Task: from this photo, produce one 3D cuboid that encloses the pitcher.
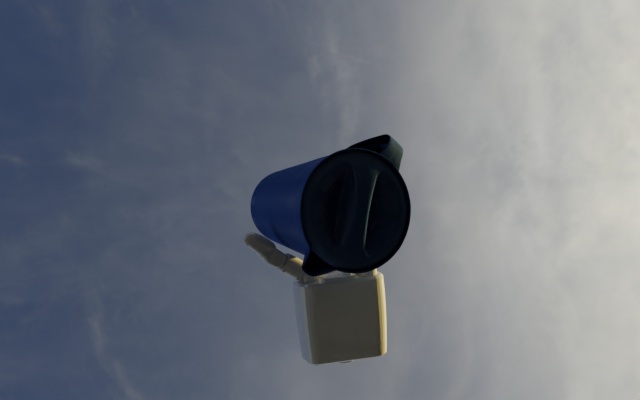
[{"bbox_3d":[0.000,0.002,0.609,0.149,0.145,0.243,-9,5,-24],"label":"pitcher"}]
